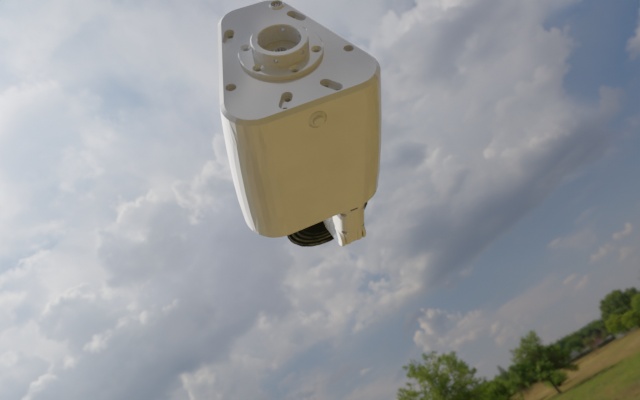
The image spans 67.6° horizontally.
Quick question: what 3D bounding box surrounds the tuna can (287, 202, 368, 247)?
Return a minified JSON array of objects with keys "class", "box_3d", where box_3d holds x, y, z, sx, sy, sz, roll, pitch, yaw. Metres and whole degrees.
[{"class":"tuna can","box_3d":[0.000,0.001,0.441,0.086,0.086,0.033,0,42,-39]}]
